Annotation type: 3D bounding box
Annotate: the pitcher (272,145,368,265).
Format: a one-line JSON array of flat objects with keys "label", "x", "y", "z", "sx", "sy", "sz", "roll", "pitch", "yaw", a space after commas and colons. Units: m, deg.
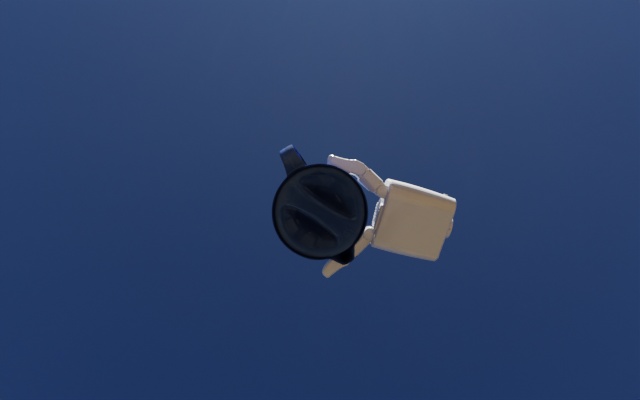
[{"label": "pitcher", "x": 0.000, "y": 0.003, "z": 0.767, "sx": 0.145, "sy": 0.149, "sz": 0.243, "roll": 14, "pitch": 3, "yaw": 2}]
